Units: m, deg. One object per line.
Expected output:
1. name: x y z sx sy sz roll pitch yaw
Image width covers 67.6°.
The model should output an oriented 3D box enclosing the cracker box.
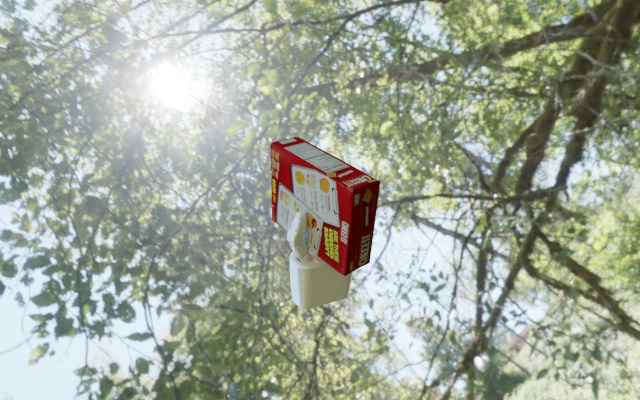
1. cracker box: 0.000 0.003 0.825 0.072 0.164 0.213 -21 38 -35
